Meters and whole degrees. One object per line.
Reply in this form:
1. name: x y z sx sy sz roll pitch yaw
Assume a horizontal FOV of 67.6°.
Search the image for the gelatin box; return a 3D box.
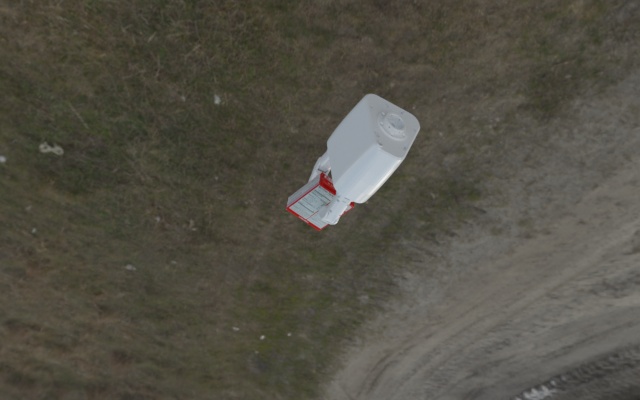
1. gelatin box: 0.000 0.003 0.768 0.073 0.030 0.089 34 -49 -25
